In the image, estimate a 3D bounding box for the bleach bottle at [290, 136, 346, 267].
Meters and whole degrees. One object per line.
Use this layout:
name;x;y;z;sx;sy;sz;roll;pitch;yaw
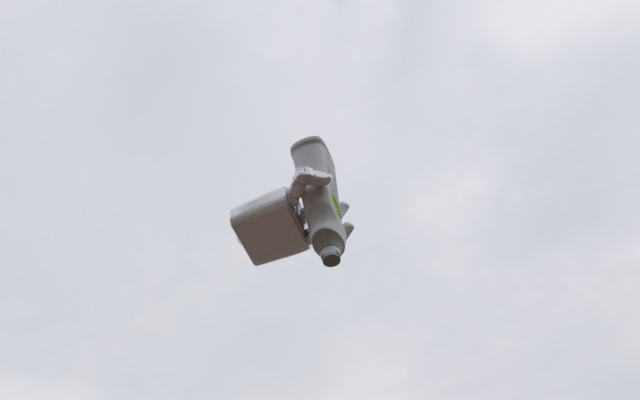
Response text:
bleach bottle;0.000;0.003;0.799;0.068;0.103;0.250;-21;41;10
